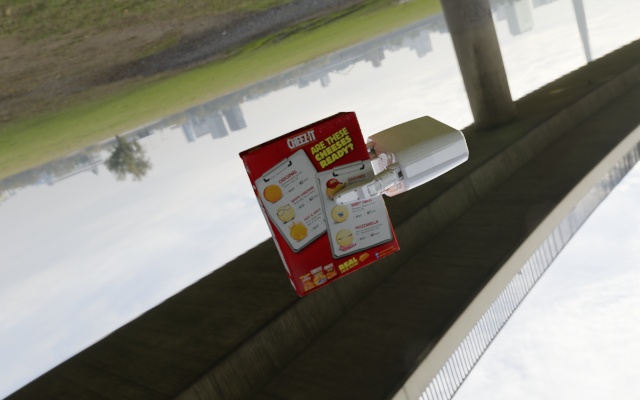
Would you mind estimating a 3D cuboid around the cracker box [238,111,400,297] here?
[{"bbox_3d":[0.000,0.002,0.678,0.164,0.214,0.072,-24,16,-13],"label":"cracker box"}]
